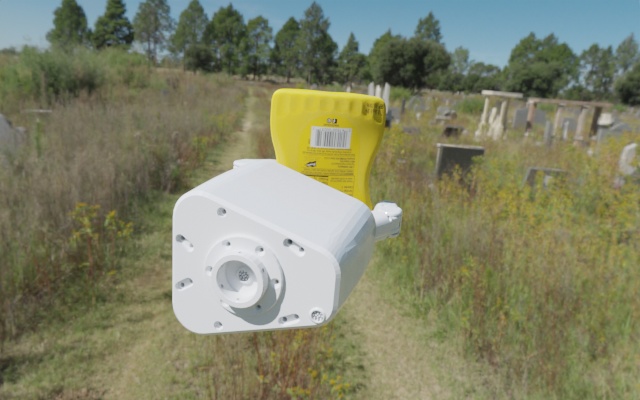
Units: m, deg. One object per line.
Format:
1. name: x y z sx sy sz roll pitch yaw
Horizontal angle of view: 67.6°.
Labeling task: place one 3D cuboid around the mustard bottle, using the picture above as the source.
1. mustard bottle: 0.000 0.001 0.424 0.096 0.192 0.058 2 14 -10
